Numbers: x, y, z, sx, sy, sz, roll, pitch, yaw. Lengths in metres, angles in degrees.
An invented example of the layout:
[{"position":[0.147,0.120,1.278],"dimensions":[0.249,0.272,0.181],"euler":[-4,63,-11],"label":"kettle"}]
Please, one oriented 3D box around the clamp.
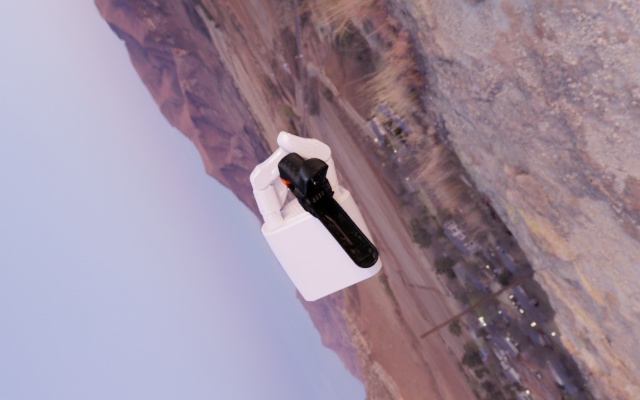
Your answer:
[{"position":[-0.001,0.002,0.483],"dimensions":[0.039,0.120,0.171],"euler":[-29,18,-7],"label":"clamp"}]
